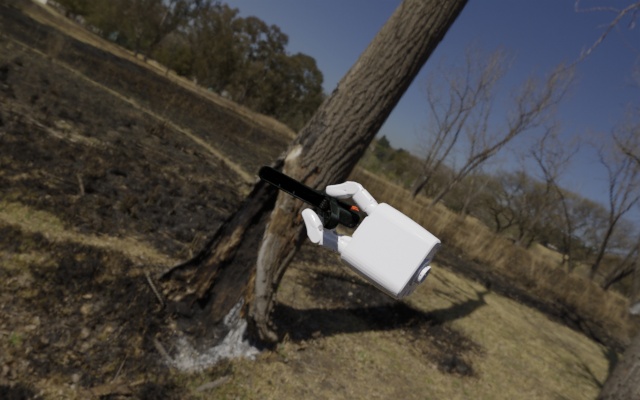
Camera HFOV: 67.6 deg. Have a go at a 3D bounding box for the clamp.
[{"bbox_3d":[0.001,0.002,0.789,0.164,0.036,0.210,36,9,25],"label":"clamp"}]
